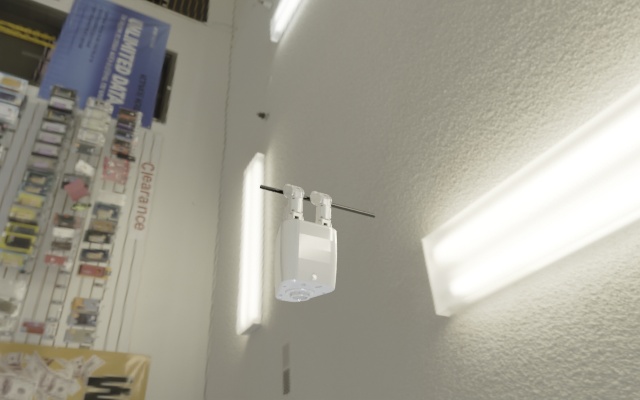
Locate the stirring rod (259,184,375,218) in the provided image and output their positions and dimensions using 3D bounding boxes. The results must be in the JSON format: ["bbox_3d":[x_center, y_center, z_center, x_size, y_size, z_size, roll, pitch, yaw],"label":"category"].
[{"bbox_3d":[0.000,0.003,0.886,0.239,0.011,0.011,15,-6,-25],"label":"stirring rod"}]
